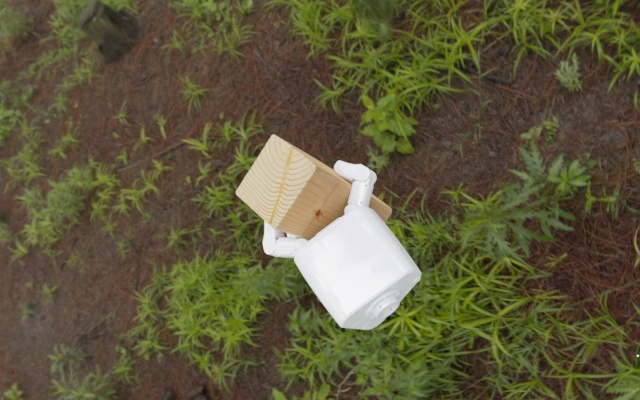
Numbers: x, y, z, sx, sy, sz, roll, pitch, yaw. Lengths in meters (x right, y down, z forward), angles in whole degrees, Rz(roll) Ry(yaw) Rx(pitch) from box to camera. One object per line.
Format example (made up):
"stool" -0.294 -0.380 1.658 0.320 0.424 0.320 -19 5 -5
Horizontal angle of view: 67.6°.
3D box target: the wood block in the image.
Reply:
"wood block" 0.000 0.002 0.649 0.090 0.091 0.206 38 7 36
